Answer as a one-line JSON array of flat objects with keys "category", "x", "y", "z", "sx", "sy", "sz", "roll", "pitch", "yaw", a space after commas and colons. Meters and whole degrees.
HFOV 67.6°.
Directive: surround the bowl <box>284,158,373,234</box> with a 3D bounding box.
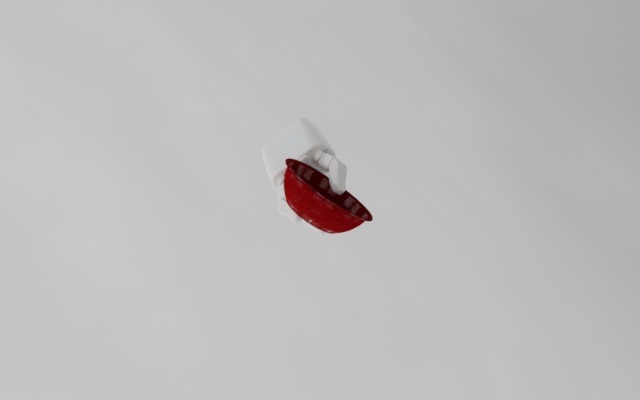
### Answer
[{"category": "bowl", "x": 0.000, "y": 0.003, "z": 0.733, "sx": 0.162, "sy": 0.055, "sz": 0.162, "roll": 33, "pitch": 11, "yaw": -8}]
